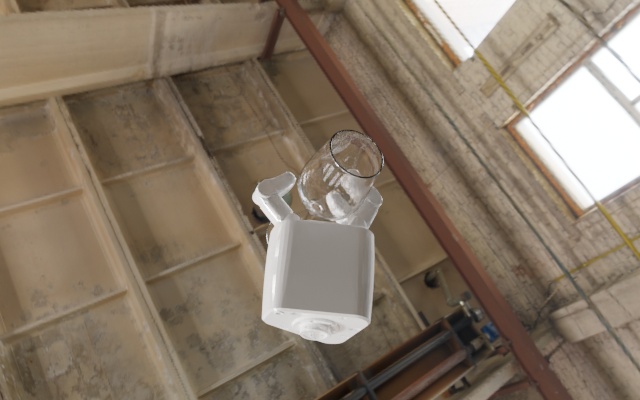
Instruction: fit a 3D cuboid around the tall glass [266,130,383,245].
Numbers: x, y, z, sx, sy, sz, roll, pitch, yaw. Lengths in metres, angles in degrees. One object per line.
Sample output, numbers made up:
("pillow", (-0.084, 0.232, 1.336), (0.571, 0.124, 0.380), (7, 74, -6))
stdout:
("tall glass", (0.000, 0.002, 0.567), (0.079, 0.079, 0.201), (0, -31, -26))
